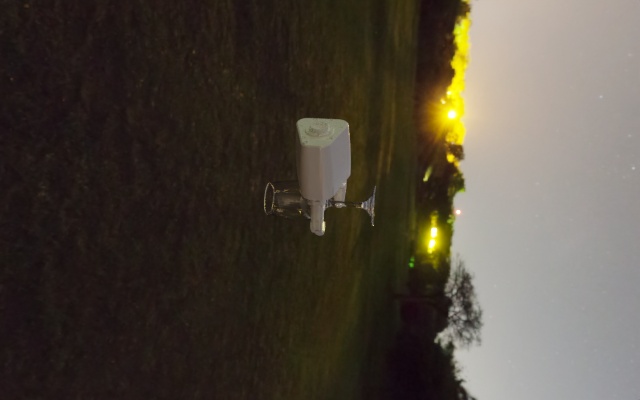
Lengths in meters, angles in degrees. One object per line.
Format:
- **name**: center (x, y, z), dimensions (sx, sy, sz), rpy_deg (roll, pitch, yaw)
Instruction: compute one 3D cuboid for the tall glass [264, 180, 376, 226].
- **tall glass**: center (0.001, 0.003, 0.887), dimensions (0.201, 0.079, 0.079), rpy_deg (4, 0, 8)
